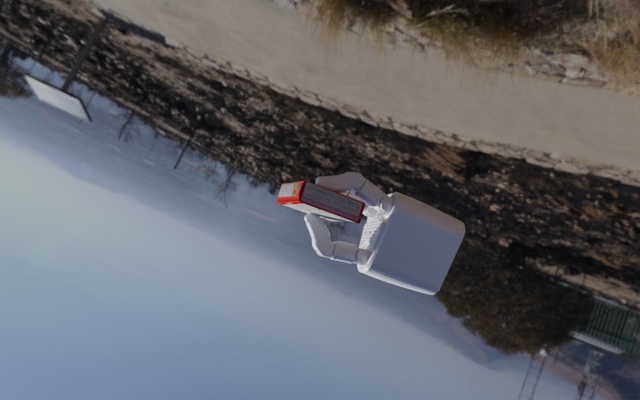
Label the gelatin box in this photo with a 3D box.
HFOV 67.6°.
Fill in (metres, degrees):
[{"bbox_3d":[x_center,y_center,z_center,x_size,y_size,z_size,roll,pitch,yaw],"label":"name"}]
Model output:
[{"bbox_3d":[0.000,0.002,0.599,0.089,0.030,0.073,19,-9,-24],"label":"gelatin box"}]
